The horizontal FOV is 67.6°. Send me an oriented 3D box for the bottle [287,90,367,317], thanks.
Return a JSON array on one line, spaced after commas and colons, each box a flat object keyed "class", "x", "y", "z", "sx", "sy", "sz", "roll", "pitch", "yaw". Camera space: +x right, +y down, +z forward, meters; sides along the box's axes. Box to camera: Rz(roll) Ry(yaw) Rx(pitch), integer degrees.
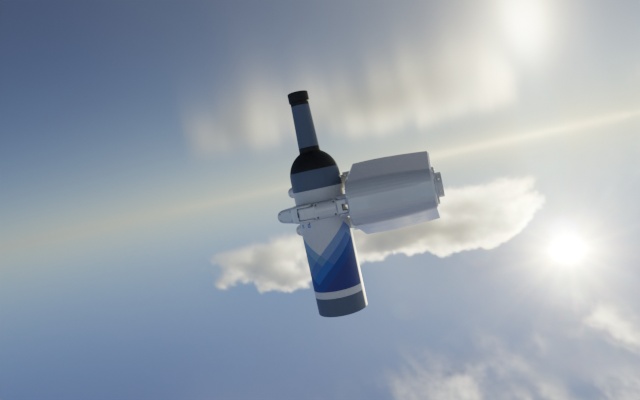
[{"class": "bottle", "x": 0.000, "y": 0.002, "z": 0.635, "sx": 0.069, "sy": 0.296, "sz": 0.069, "roll": -12, "pitch": 3, "yaw": 1}]
